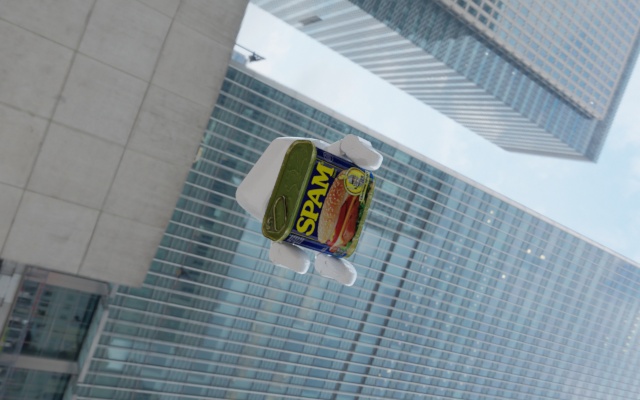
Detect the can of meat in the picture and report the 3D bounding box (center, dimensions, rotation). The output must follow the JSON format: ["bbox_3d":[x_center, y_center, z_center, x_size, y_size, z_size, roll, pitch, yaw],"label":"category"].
[{"bbox_3d":[0.000,0.002,0.480,0.084,0.102,0.057,21,-3,-31],"label":"can of meat"}]
